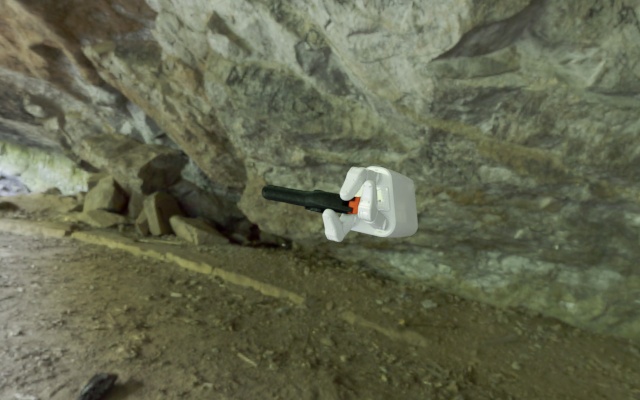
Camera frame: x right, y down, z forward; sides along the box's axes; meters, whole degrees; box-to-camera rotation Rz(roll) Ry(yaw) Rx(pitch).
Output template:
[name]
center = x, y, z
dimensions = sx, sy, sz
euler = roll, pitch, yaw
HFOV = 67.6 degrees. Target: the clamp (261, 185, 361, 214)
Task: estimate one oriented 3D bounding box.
[clamp]
center = 0.000, 0.002, 0.791
dimensions = 0.171, 0.039, 0.120
euler = 10, 1, 34
